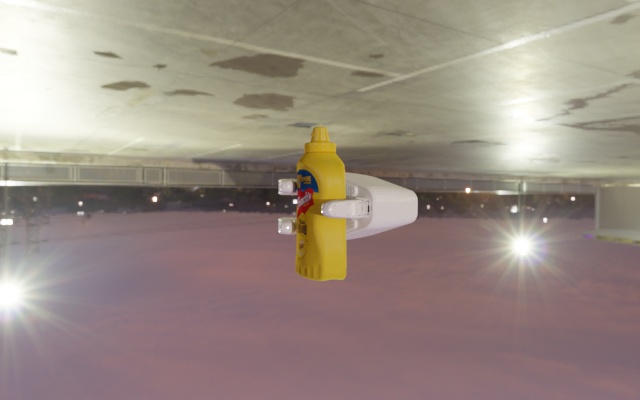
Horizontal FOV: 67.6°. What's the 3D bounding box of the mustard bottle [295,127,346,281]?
[{"bbox_3d":[0.000,0.002,0.615,0.058,0.191,0.096,0,1,-20],"label":"mustard bottle"}]
